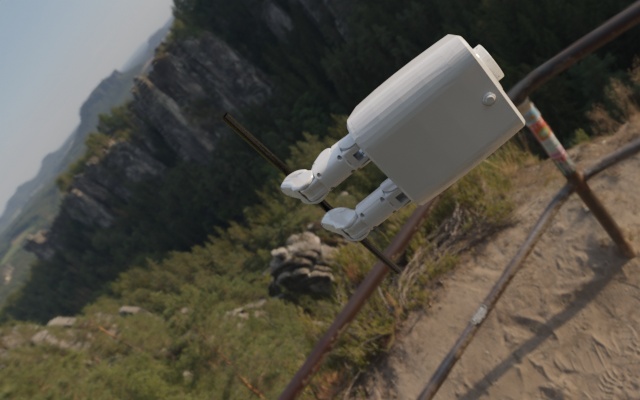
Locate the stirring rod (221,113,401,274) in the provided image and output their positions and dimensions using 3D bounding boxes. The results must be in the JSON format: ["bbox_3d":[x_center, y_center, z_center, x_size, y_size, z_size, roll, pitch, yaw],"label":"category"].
[{"bbox_3d":[0.000,0.001,0.455,0.240,0.011,0.011,42,-20,-24],"label":"stirring rod"}]
